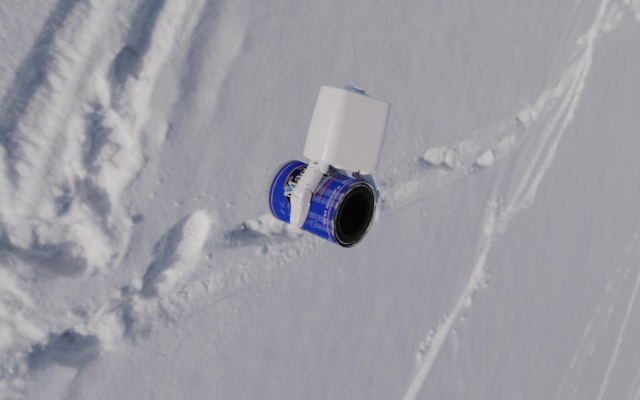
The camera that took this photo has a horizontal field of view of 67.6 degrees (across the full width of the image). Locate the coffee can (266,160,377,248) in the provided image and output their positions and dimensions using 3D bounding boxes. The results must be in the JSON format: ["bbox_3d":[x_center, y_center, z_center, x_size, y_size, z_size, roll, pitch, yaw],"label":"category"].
[{"bbox_3d":[0.000,0.003,0.735,0.140,0.103,0.103,20,13,38],"label":"coffee can"}]
